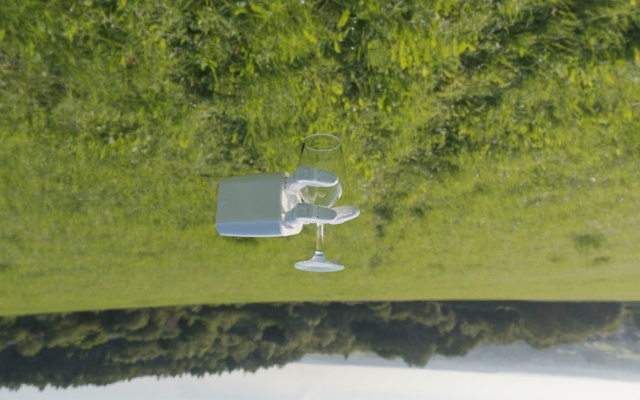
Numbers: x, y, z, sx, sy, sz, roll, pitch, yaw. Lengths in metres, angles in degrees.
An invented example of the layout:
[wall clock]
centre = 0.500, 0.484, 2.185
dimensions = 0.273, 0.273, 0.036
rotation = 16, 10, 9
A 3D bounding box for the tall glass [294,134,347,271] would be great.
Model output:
[tall glass]
centre = 0.000, 0.003, 0.726
dimensions = 0.079, 0.201, 0.079
rotation = 2, -18, 1
